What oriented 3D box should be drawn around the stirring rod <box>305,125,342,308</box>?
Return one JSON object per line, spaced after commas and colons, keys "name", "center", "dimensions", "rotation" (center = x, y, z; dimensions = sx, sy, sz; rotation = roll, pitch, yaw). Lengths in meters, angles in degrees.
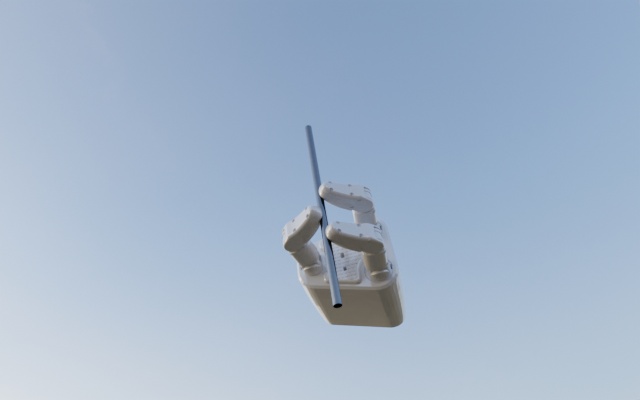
{"name": "stirring rod", "center": [0.000, 0.002, 0.487], "dimensions": [0.011, 0.239, 0.011], "rotation": [-5, -42, -5]}
